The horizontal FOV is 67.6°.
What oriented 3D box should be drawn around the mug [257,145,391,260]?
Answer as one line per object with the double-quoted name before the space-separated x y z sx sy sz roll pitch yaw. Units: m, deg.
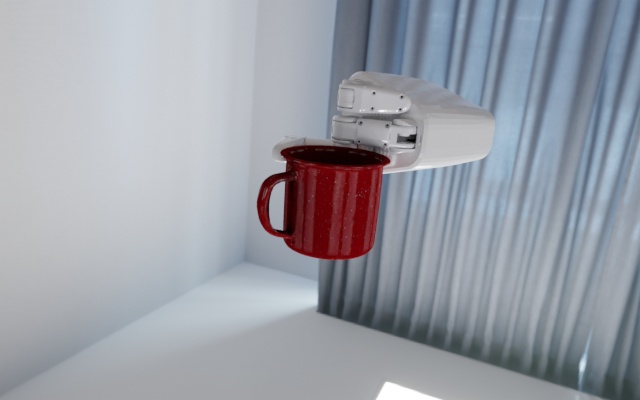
"mug" -0.001 0.002 0.406 0.117 0.081 0.093 -8 20 -36
